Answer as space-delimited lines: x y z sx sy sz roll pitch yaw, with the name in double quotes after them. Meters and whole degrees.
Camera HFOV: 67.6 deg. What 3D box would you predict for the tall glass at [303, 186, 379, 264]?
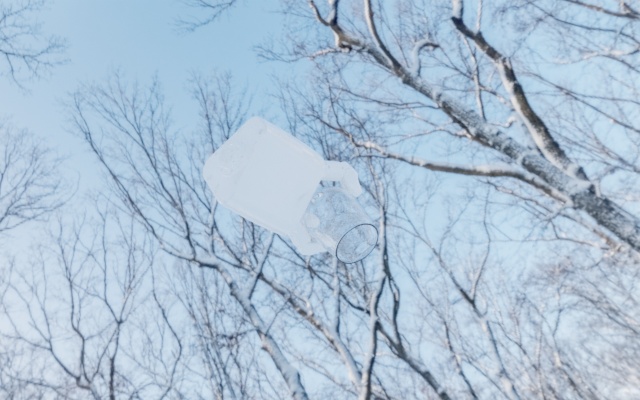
0.000 0.002 0.659 0.079 0.079 0.201 0 32 -33 "tall glass"
